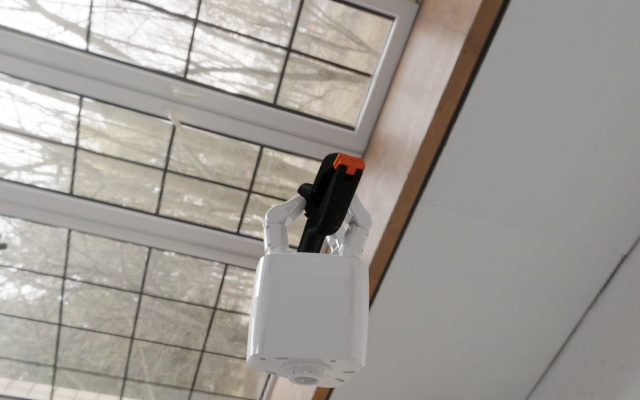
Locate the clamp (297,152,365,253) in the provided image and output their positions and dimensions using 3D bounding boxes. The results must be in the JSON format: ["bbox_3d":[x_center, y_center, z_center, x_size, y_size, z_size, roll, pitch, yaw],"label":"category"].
[{"bbox_3d":[-0.001,0.002,0.563,0.036,0.164,0.210,12,-38,-13],"label":"clamp"}]
